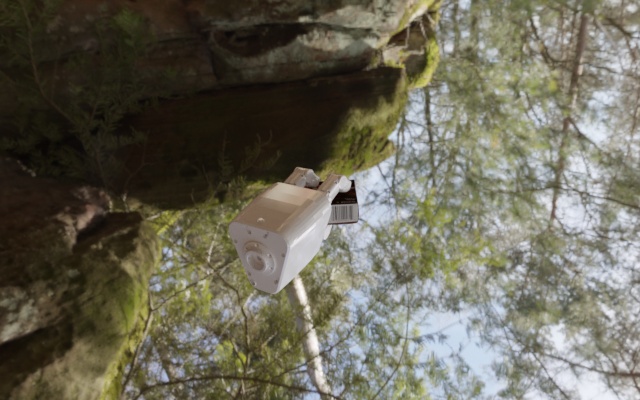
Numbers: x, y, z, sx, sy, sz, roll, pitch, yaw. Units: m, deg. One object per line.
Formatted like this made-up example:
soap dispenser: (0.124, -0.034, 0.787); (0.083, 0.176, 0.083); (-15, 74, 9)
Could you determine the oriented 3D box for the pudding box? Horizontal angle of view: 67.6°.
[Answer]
pudding box: (0.000, 0.003, 0.732); (0.113, 0.039, 0.090); (-1, 26, 0)
